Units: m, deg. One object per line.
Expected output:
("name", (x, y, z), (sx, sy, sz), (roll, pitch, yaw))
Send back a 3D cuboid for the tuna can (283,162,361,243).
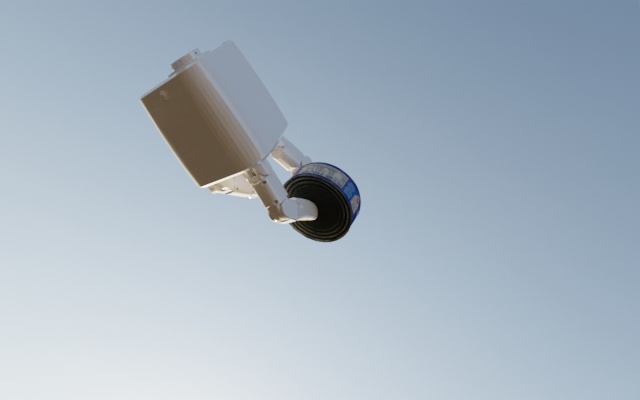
("tuna can", (0.000, 0.001, 0.524), (0.086, 0.086, 0.033), (0, 31, 28))
